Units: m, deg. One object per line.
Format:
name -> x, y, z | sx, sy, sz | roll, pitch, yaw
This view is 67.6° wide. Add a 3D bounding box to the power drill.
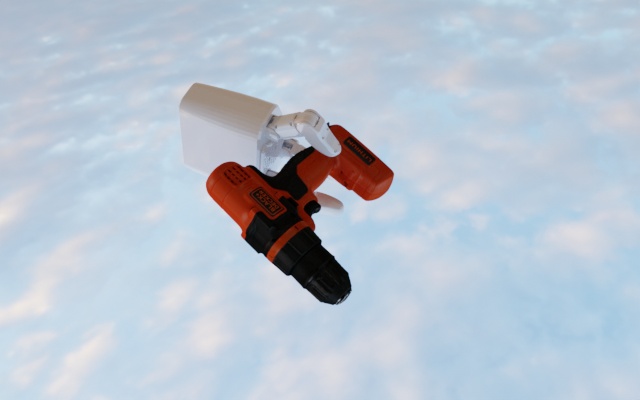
power drill -> 0.000, 0.001, 0.516 | 0.187, 0.184, 0.057 | -36, -15, -42
